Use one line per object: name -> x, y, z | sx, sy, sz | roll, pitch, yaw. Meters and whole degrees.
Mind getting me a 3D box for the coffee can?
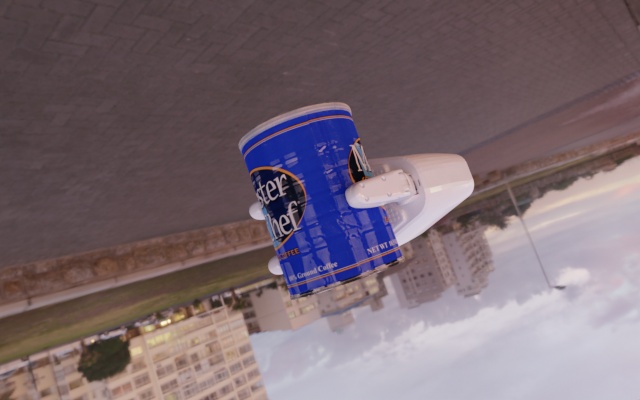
coffee can -> 0.000, 0.001, 0.411 | 0.103, 0.140, 0.103 | -19, -7, -2
